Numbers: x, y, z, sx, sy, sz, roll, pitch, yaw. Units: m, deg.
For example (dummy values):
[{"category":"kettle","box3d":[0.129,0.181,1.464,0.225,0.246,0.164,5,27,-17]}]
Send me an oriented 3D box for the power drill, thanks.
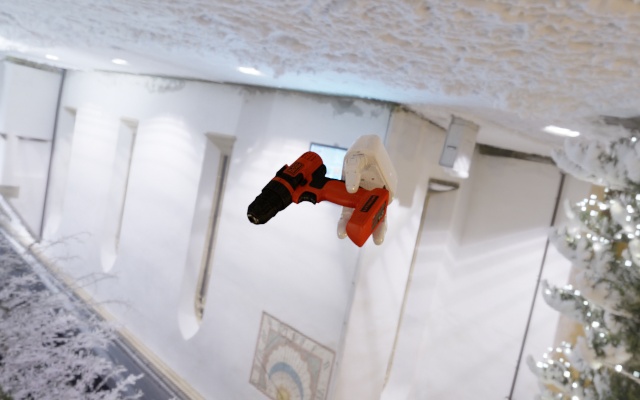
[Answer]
[{"category":"power drill","box3d":[0.001,0.003,0.760,0.187,0.057,0.184,25,49,21]}]
